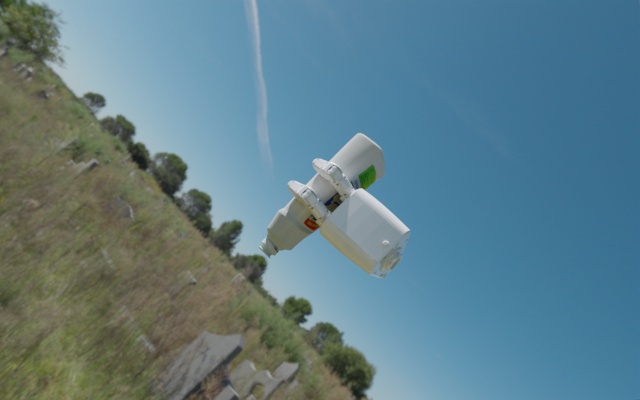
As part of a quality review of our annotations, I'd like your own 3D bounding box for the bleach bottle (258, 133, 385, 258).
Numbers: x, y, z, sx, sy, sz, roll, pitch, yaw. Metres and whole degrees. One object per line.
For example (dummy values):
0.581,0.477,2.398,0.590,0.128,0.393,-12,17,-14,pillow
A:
0.000,0.003,0.795,0.068,0.251,0.103,41,-14,24,bleach bottle
